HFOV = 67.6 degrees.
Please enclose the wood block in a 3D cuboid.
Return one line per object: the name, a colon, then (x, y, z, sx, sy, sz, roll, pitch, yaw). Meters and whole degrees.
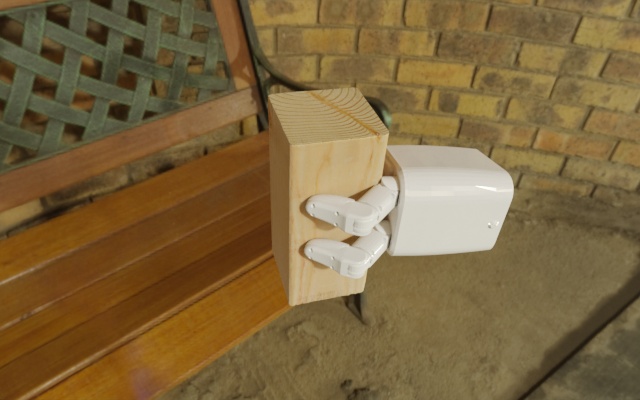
wood block: (0.000, 0.001, 0.488, 0.090, 0.206, 0.090, -8, 41, -14)
